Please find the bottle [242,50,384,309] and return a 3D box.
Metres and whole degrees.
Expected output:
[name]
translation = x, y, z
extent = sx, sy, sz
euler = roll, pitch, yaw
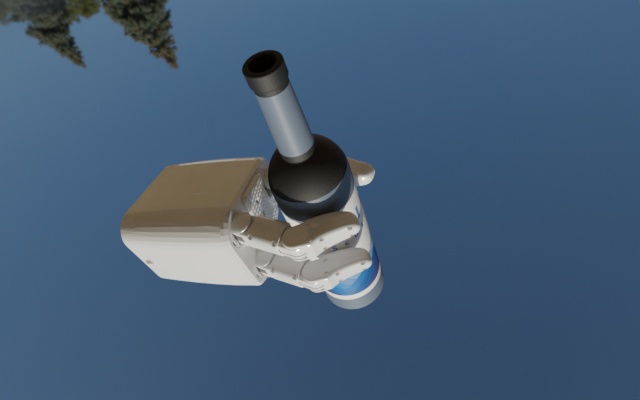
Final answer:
[bottle]
translation = 0.000, 0.001, 0.411
extent = 0.069, 0.069, 0.296
euler = 0, -36, 18
